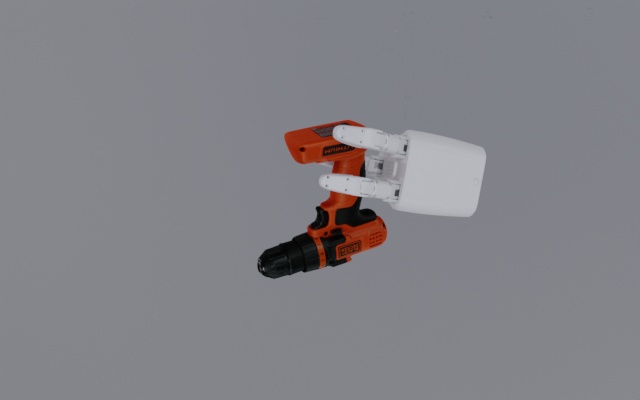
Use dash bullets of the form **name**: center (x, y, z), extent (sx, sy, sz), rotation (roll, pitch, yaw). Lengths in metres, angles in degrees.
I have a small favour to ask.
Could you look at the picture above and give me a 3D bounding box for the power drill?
- **power drill**: center (0.000, 0.002, 0.603), extent (0.184, 0.188, 0.057), rotation (-17, 32, -23)
